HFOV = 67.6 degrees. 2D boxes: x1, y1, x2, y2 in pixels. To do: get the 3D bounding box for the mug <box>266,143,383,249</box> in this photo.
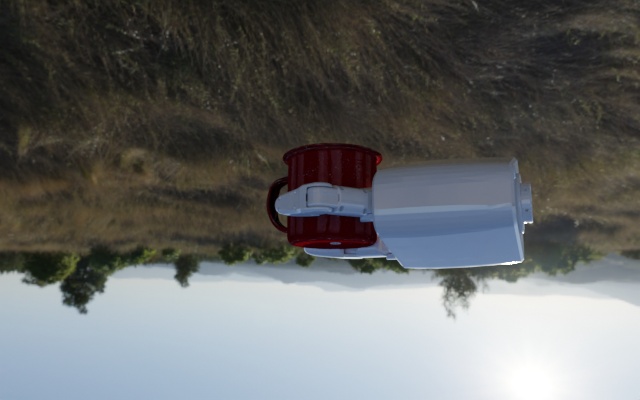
[{"bbox_3d":[-0.001,0.002,0.442,0.117,0.081,0.093,-5,-13,26],"label":"mug"}]
